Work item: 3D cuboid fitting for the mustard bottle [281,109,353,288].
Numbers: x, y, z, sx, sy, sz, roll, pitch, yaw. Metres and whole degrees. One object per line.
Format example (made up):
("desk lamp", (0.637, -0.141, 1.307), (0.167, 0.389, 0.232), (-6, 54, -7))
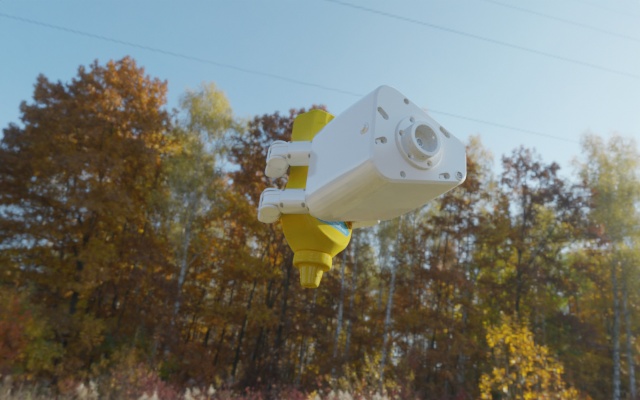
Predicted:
("mustard bottle", (0.000, 0.002, 0.533), (0.058, 0.191, 0.096), (-11, -29, 35))
